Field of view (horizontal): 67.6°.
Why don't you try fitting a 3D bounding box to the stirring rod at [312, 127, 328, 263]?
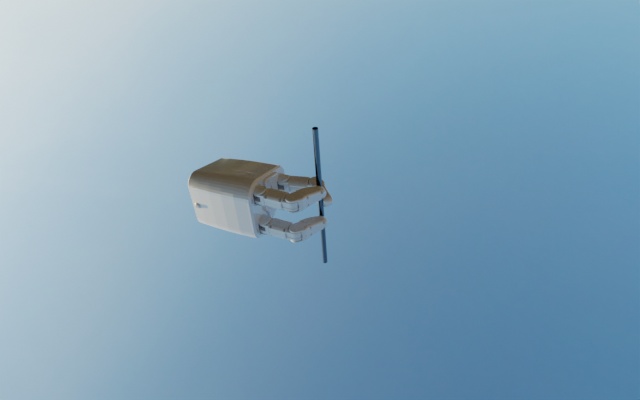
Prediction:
[{"bbox_3d":[0.000,0.002,0.686,0.011,0.240,0.011,-3,38,2],"label":"stirring rod"}]
